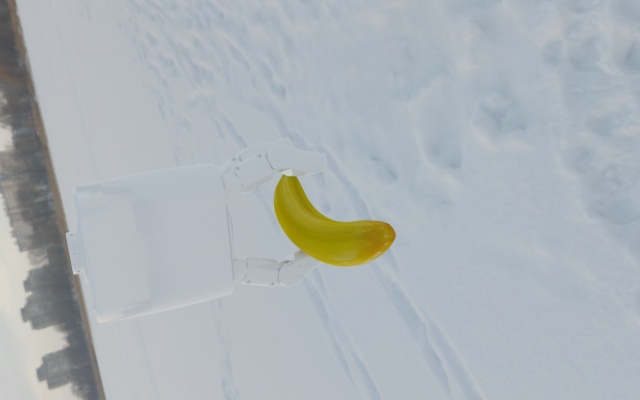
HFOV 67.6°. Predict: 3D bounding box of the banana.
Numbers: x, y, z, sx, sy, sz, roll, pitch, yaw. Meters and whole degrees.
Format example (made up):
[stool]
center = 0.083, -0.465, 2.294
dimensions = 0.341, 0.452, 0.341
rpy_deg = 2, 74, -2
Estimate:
[banana]
center = -0.002, 0.017, 0.419
dimensions = 0.037, 0.070, 0.197
rpy_deg = -9, 25, -26
